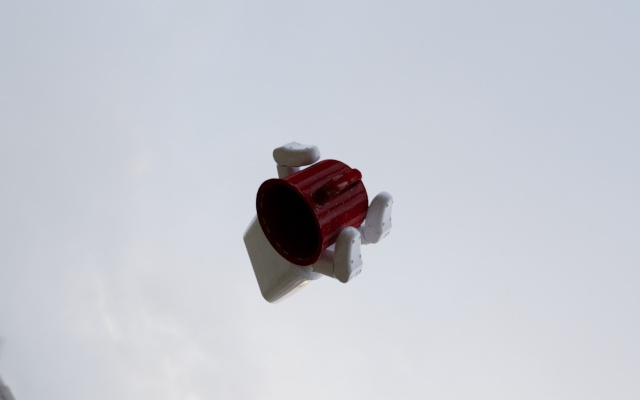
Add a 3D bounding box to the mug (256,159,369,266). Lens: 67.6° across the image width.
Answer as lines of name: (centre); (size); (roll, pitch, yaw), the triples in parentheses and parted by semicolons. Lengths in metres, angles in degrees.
mug: (0.001, 0.001, 0.475); (0.081, 0.093, 0.117); (-29, -11, -39)
